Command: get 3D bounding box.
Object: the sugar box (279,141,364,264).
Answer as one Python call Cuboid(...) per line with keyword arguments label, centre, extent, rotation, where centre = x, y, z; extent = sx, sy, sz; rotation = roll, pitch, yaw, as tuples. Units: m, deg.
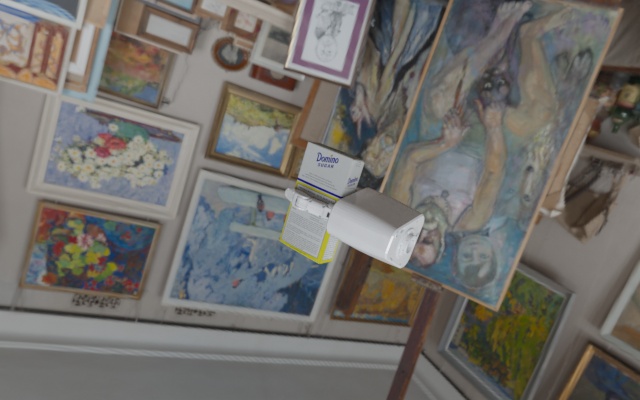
Cuboid(label="sugar box", centre=(0.001, 0.003, 0.772), extent=(0.093, 0.176, 0.048), rotation=(26, 13, 30))
